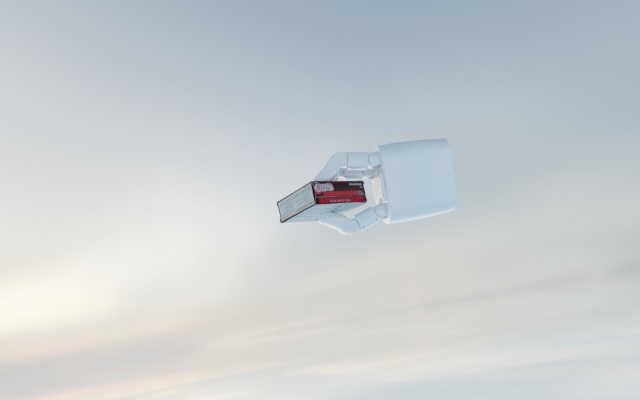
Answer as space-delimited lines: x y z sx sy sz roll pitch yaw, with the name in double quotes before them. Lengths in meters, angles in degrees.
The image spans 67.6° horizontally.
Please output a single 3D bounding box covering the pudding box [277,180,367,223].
"pudding box" 0.000 0.002 0.705 0.090 0.039 0.113 -1 -17 -32
